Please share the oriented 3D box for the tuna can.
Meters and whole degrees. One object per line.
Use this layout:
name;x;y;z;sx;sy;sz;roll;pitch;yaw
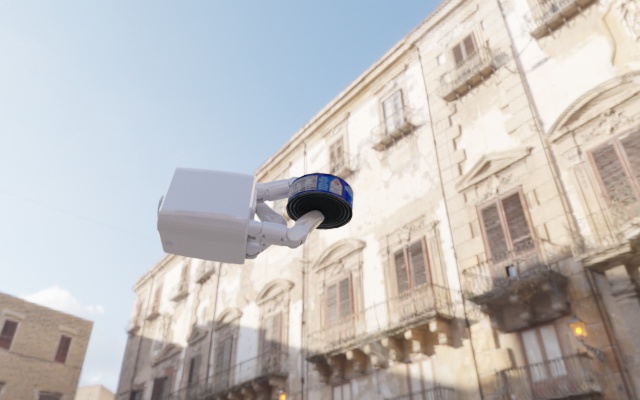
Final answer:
tuna can;0.000;0.002;0.614;0.086;0.033;0.086;4;-34;3
